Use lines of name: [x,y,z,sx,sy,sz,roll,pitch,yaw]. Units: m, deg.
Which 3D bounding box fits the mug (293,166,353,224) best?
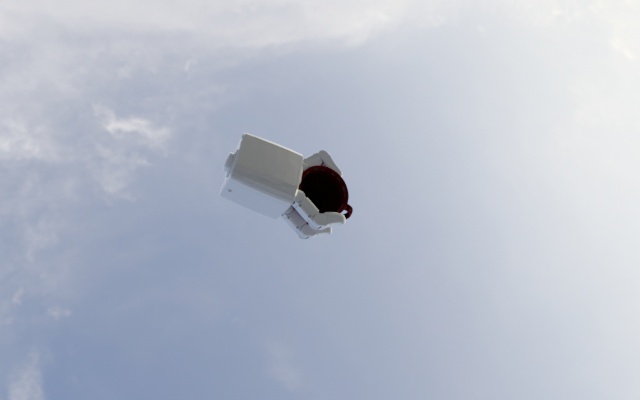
mug: [0.001,0.003,0.830,0.117,0.093,0.081,23,-29,-16]
